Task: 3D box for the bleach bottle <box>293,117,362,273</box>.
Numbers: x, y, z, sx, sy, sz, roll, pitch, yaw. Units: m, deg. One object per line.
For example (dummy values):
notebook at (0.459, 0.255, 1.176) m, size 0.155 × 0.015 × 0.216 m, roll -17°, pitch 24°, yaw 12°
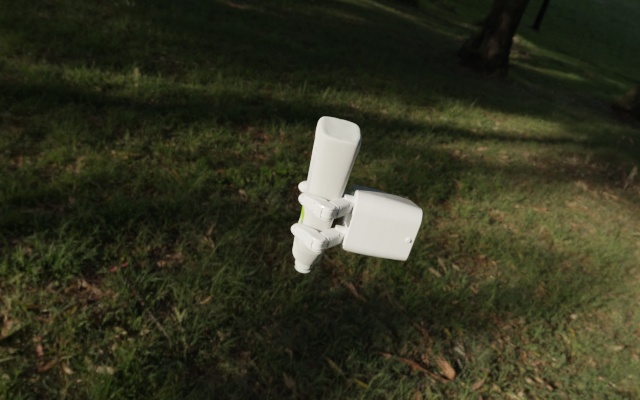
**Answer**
bleach bottle at (0.000, 0.002, 0.759) m, size 0.068 × 0.251 × 0.102 m, roll 13°, pitch 27°, yaw -5°
